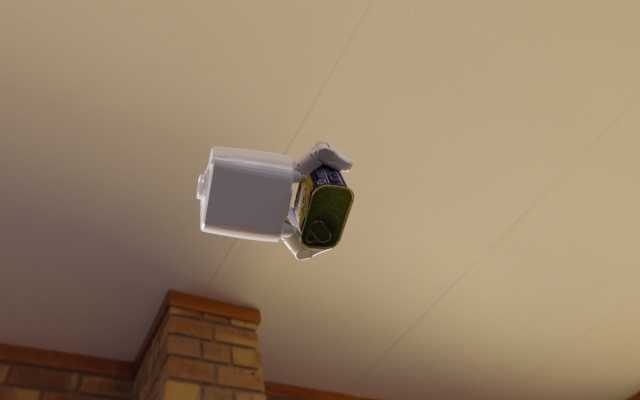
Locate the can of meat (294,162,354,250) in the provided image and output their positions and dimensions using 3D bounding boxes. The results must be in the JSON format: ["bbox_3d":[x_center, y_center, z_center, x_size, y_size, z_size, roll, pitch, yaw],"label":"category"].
[{"bbox_3d":[0.000,0.002,0.663,0.057,0.102,0.084,6,31,-18],"label":"can of meat"}]
